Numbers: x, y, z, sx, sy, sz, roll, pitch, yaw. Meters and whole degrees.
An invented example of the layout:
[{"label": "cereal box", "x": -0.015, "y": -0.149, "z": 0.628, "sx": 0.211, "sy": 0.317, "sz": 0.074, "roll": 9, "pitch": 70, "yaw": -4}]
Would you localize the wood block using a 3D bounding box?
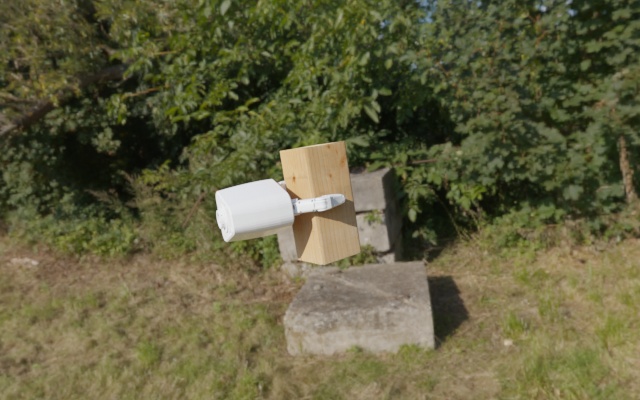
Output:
[{"label": "wood block", "x": 0.000, "y": 0.003, "z": 0.872, "sx": 0.090, "sy": 0.206, "sz": 0.091, "roll": -14, "pitch": 9, "yaw": -33}]
